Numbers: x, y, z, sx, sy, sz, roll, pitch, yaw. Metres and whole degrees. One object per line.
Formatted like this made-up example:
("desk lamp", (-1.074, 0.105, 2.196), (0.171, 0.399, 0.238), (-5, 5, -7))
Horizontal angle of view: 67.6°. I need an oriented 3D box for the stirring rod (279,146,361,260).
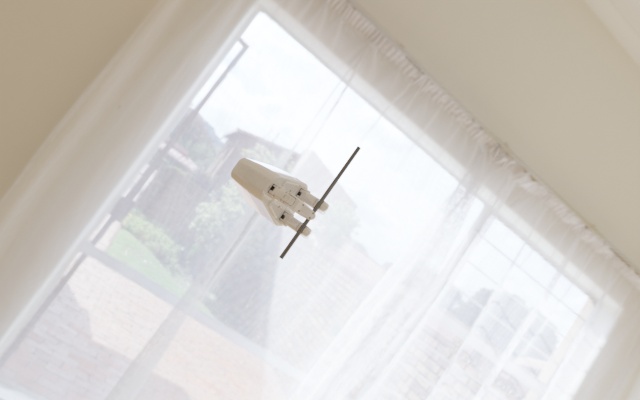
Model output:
("stirring rod", (0.000, 0.003, 0.841), (0.011, 0.239, 0.011), (35, -5, 4))
